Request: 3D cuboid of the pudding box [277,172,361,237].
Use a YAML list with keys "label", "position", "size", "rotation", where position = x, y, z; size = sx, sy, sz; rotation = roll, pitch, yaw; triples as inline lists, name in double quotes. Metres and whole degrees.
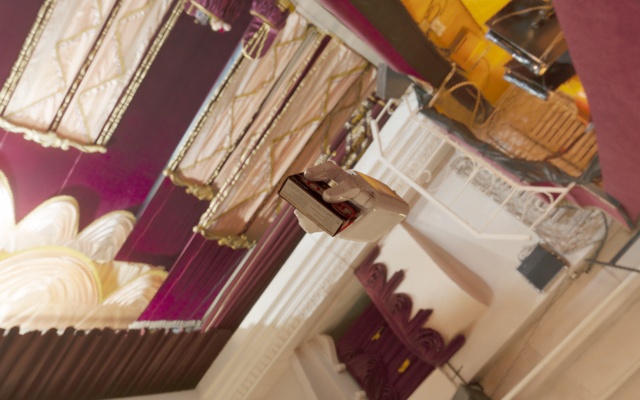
- label: "pudding box"
  position: [0.000, 0.003, 0.743]
  size: [0.113, 0.039, 0.090]
  rotation: [36, 18, 11]
